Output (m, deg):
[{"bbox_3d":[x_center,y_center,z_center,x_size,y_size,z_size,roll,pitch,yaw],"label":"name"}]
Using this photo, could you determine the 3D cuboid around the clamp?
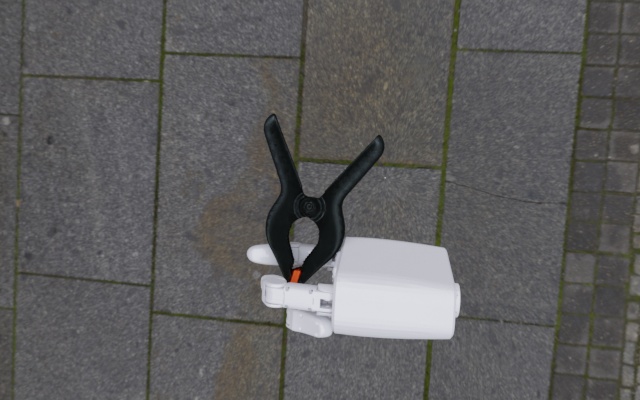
[{"bbox_3d":[0.000,0.002,0.475,0.120,0.171,0.039,3,3,8],"label":"clamp"}]
